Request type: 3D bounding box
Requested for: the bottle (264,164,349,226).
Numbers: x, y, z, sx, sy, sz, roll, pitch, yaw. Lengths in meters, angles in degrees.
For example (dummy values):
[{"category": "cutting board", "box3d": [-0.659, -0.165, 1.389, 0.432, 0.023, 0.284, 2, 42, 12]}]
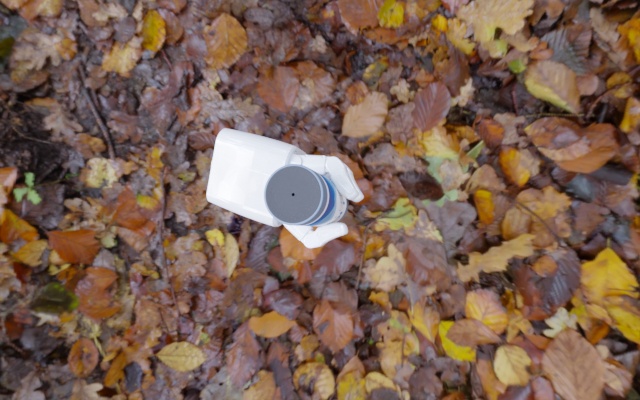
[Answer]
[{"category": "bottle", "box3d": [0.000, 0.002, 0.654, 0.069, 0.069, 0.296, 0, -3, 12]}]
